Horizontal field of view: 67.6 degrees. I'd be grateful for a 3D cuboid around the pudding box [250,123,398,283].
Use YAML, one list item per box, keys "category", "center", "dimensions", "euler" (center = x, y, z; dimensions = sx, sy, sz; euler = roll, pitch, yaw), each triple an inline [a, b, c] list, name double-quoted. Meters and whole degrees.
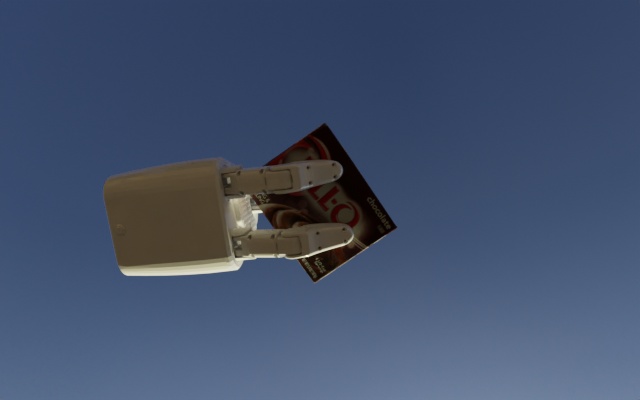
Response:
- category: "pudding box"
  center: [0.000, 0.001, 0.428]
  dimensions: [0.090, 0.113, 0.039]
  euler: [-35, 7, 8]
